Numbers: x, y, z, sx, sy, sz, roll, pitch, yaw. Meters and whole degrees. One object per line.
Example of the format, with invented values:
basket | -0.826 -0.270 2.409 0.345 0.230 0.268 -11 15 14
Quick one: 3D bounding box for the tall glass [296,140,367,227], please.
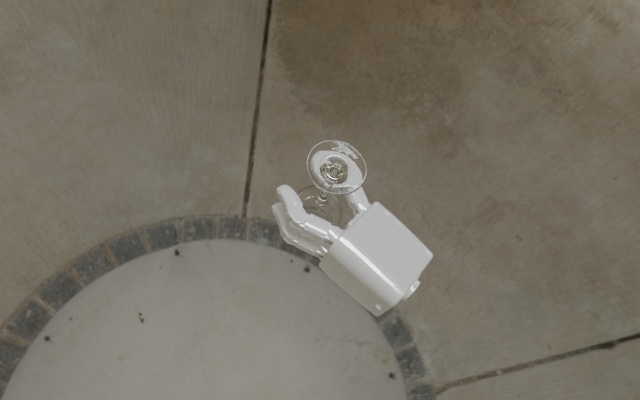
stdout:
tall glass | 0.000 0.002 0.652 0.079 0.079 0.201 0 -25 -13
